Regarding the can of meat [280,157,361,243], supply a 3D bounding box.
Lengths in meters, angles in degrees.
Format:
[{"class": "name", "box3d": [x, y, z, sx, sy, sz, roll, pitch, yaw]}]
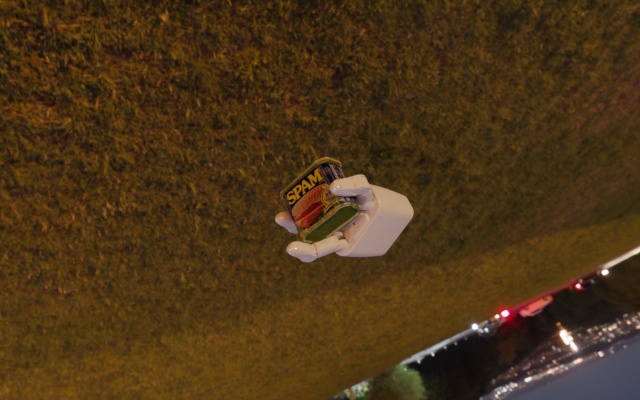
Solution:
[{"class": "can of meat", "box3d": [0.000, 0.002, 0.694, 0.102, 0.084, 0.057, -39, -30, 25]}]
